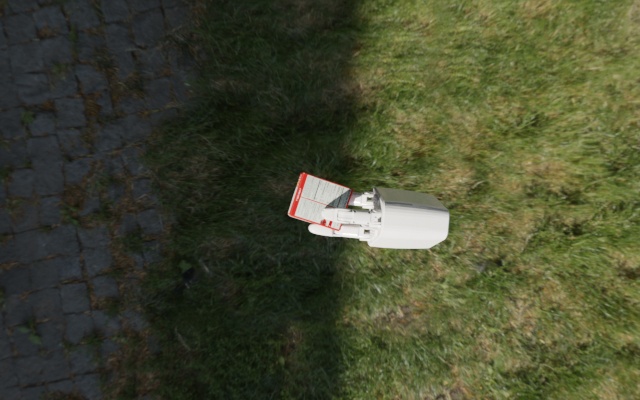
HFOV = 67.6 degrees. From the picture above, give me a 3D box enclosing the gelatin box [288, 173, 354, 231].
[{"bbox_3d":[0.000,0.002,0.774,0.089,0.073,0.030,18,-1,-11],"label":"gelatin box"}]
